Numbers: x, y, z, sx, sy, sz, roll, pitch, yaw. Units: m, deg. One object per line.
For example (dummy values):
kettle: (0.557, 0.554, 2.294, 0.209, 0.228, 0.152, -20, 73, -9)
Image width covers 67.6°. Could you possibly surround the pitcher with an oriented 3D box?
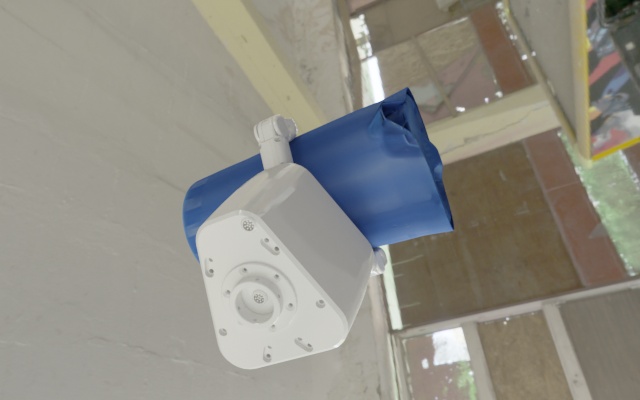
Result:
pitcher: (0.000, 0.002, 0.467, 0.243, 0.149, 0.145, -18, 13, 18)
